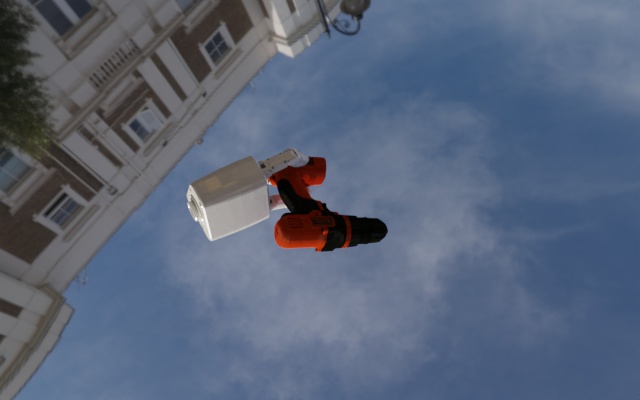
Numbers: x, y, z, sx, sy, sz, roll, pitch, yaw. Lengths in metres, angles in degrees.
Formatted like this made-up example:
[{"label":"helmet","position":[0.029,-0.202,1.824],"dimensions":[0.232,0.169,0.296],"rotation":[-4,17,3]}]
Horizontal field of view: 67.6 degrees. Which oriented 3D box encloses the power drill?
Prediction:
[{"label":"power drill","position":[0.000,0.002,0.778],"dimensions":[0.184,0.057,0.187],"rotation":[1,39,-24]}]
